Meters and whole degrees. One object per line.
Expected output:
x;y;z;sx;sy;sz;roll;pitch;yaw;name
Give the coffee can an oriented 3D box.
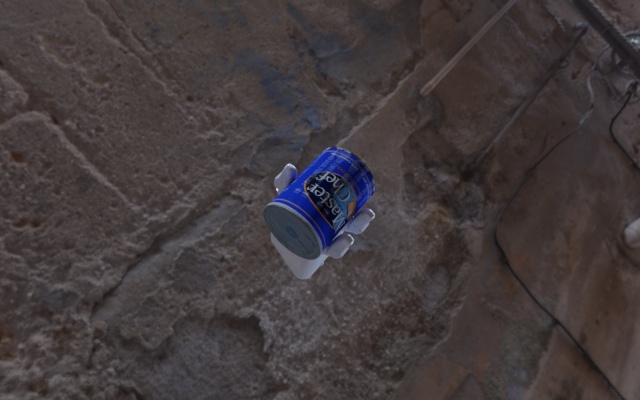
0.000;0.002;0.702;0.103;0.103;0.140;0;39;50;coffee can
